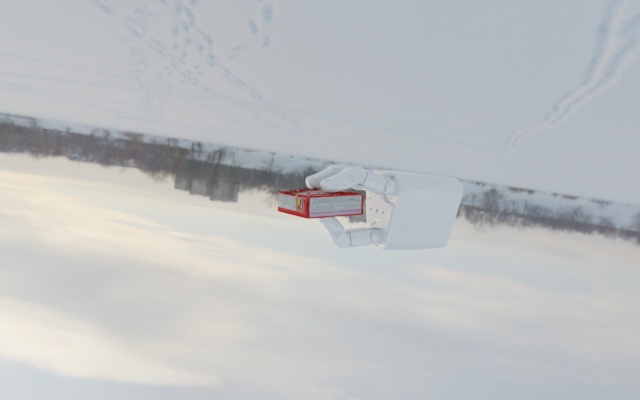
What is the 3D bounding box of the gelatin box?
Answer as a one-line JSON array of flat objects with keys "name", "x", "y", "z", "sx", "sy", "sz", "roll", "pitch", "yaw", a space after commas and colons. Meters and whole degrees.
[{"name": "gelatin box", "x": 0.000, "y": 0.002, "z": 0.617, "sx": 0.089, "sy": 0.030, "sz": 0.073, "roll": -4, "pitch": 9, "yaw": -34}]
